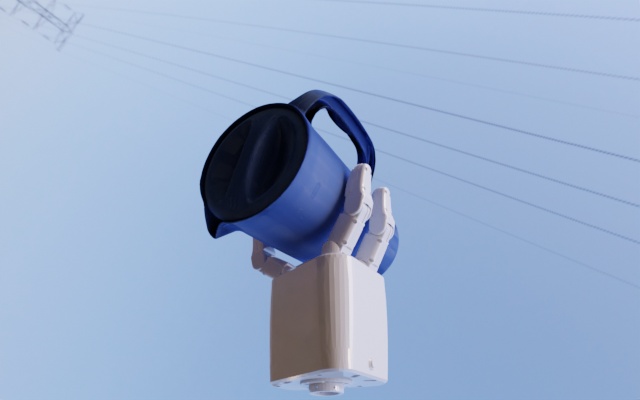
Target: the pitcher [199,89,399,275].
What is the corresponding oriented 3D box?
[{"bbox_3d":[0.000,0.002,0.541,0.149,0.145,0.243,-19,-35,27],"label":"pitcher"}]
